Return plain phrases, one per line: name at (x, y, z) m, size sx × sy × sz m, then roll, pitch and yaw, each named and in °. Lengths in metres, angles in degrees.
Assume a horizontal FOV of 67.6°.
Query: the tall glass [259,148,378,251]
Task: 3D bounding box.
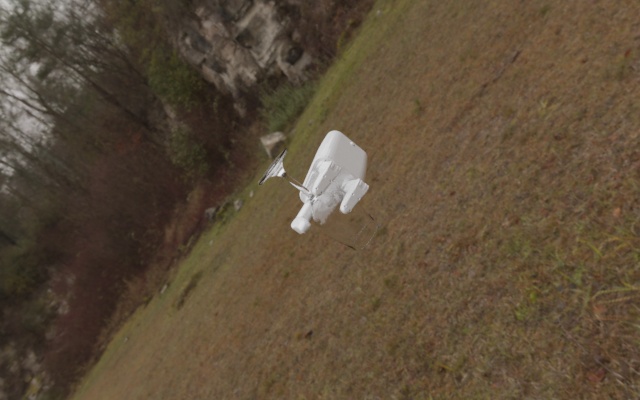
tall glass at (0.000, 0.002, 0.795) m, size 0.201 × 0.079 × 0.079 m, roll 37°, pitch -10°, yaw -13°
